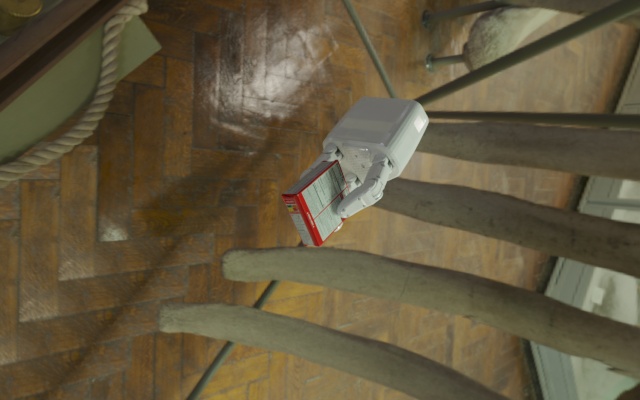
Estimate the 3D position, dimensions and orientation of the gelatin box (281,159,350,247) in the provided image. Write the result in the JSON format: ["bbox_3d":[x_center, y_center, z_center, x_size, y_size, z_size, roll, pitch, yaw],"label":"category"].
[{"bbox_3d":[0.000,0.002,0.585,0.030,0.073,0.089,-1,31,41],"label":"gelatin box"}]
